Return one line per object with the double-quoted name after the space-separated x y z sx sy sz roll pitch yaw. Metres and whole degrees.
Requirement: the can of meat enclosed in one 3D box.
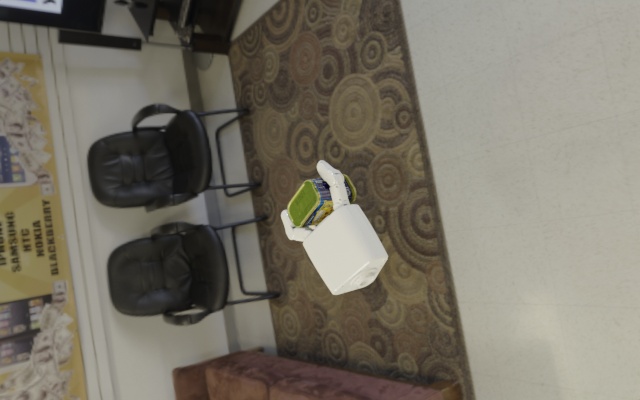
0.000 0.003 0.848 0.084 0.057 0.102 -7 -32 -38 "can of meat"
